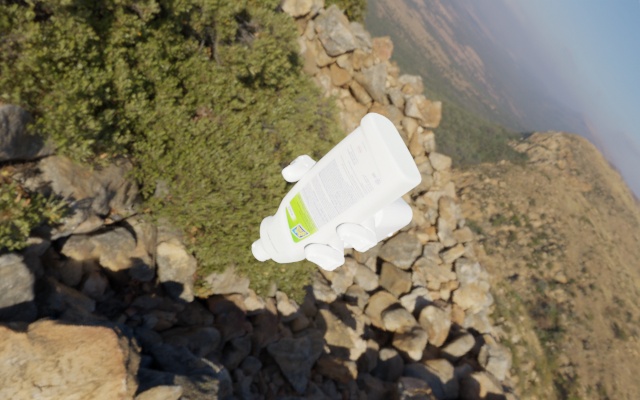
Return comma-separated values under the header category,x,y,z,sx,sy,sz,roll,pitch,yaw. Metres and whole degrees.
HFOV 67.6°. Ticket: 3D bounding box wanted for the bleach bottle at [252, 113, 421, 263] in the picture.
category,x,y,z,sx,sy,sz,roll,pitch,yaw
bleach bottle,0.000,0.002,0.614,0.251,0.102,0.068,-35,-21,29
